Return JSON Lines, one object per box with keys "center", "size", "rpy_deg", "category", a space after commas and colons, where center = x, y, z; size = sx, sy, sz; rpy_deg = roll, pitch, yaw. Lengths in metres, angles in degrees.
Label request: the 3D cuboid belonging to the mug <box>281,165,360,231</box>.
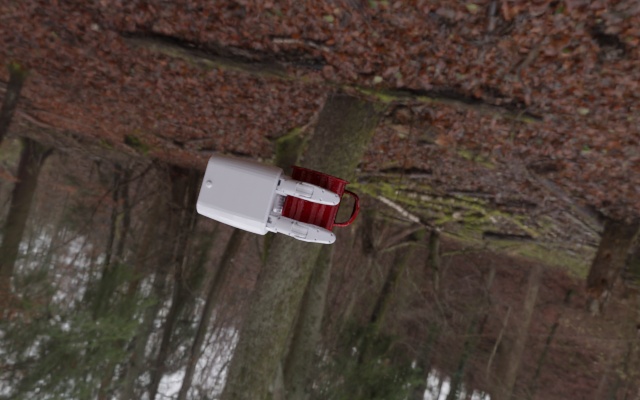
{"center": [0.001, 0.003, 0.716], "size": [0.117, 0.081, 0.093], "rpy_deg": [16, 0, 6], "category": "mug"}
